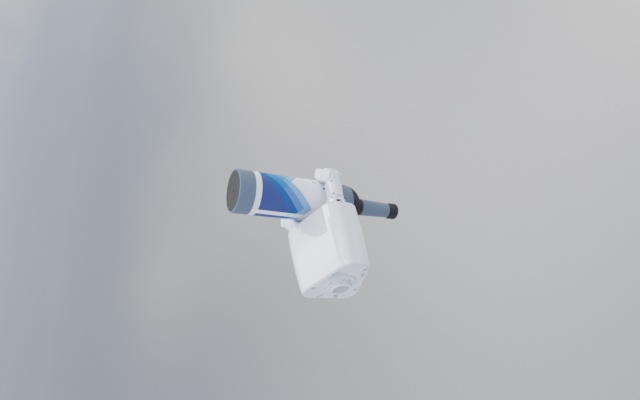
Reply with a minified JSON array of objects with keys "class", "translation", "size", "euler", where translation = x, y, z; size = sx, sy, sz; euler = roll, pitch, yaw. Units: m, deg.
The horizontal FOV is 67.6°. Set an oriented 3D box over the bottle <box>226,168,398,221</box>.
[{"class":"bottle","translation":[0.000,0.002,0.773],"size":[0.296,0.069,0.069],"euler":[8,-4,-28]}]
